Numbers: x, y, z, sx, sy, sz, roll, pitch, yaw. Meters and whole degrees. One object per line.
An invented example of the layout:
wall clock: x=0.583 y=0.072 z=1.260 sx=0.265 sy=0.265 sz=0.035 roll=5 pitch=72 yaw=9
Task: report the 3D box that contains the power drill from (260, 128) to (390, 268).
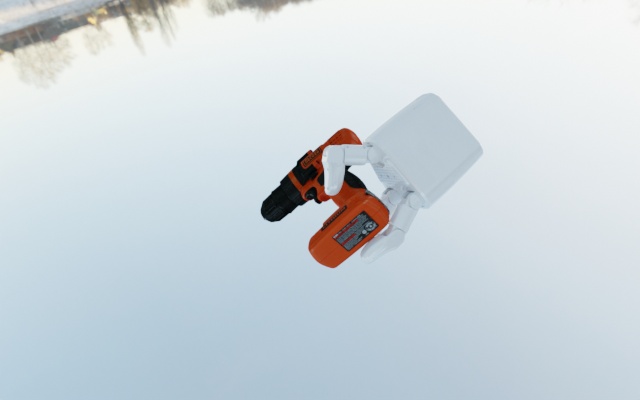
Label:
power drill: x=0.000 y=0.002 z=0.641 sx=0.057 sy=0.184 sz=0.187 roll=39 pitch=15 yaw=-35
